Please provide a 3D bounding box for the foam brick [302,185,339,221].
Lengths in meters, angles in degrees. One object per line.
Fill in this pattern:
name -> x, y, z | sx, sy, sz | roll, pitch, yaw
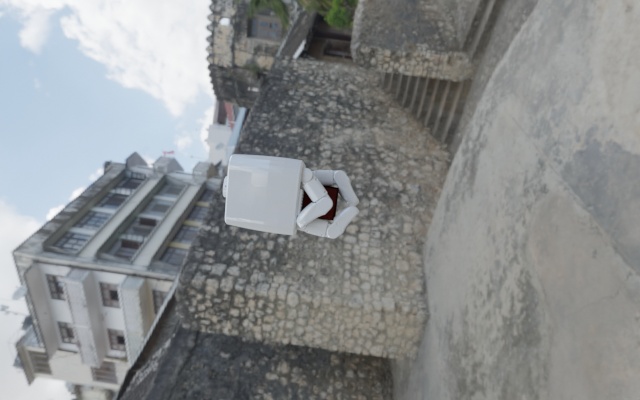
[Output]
foam brick -> 0.000, 0.003, 0.751 | 0.051, 0.053, 0.078 | 7, -1, 1
